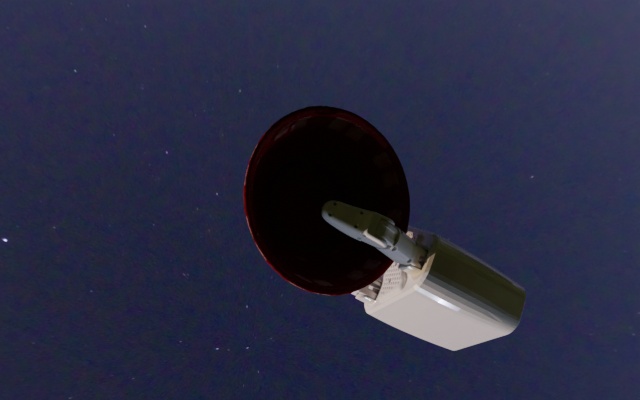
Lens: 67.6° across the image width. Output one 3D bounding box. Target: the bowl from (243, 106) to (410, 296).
[{"bbox_3d":[-0.001,0.001,0.427,0.162,0.162,0.055,0,-6,-29],"label":"bowl"}]
